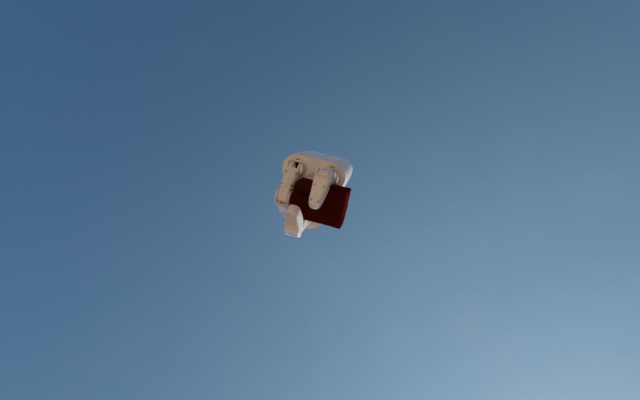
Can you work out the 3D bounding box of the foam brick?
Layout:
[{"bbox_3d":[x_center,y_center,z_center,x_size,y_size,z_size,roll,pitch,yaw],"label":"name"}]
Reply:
[{"bbox_3d":[0.000,0.002,0.691,0.078,0.053,0.051,14,13,10],"label":"foam brick"}]
